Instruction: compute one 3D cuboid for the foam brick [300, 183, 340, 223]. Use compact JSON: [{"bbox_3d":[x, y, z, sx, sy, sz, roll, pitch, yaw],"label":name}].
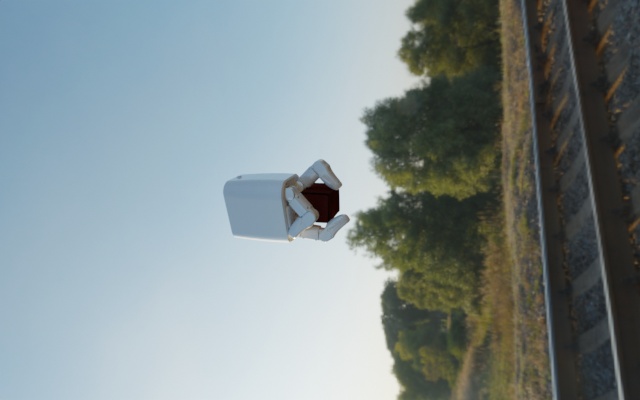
[{"bbox_3d":[0.000,0.003,0.819,0.051,0.053,0.078,2,14,14],"label":"foam brick"}]
